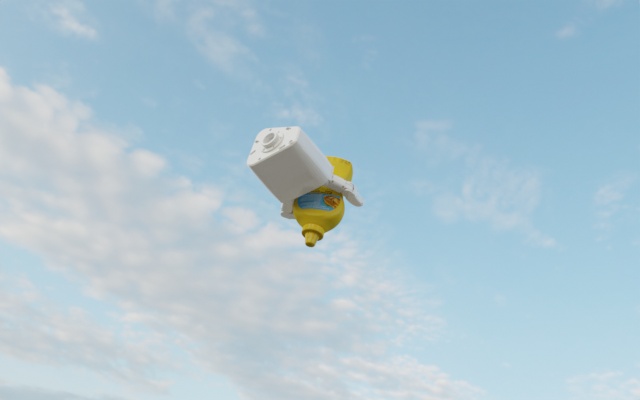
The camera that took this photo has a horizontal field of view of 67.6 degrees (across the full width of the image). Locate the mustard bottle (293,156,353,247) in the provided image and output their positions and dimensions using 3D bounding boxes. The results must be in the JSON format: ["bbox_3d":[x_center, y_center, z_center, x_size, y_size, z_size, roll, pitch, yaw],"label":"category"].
[{"bbox_3d":[0.000,0.003,0.897,0.096,0.191,0.058,5,-37,12],"label":"mustard bottle"}]
